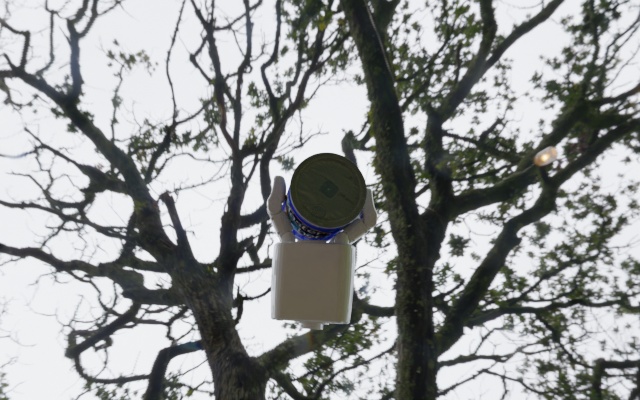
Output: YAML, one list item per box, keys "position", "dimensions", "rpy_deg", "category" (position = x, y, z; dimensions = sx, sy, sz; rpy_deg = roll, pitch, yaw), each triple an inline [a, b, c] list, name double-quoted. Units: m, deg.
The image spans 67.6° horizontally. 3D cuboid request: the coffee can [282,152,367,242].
- position: [0.000, 0.002, 0.688]
  dimensions: [0.103, 0.102, 0.140]
  rpy_deg: [0, -14, -9]
  category: "coffee can"
